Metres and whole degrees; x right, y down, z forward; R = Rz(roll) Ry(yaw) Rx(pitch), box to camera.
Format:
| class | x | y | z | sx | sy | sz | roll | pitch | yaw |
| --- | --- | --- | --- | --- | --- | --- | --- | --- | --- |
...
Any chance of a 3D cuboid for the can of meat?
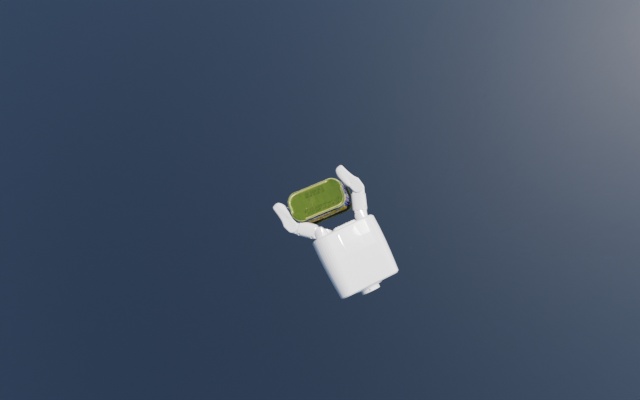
| class | x | y | z | sx | sy | sz | roll | pitch | yaw |
| --- | --- | --- | --- | --- | --- | --- | --- | --- | --- |
| can of meat | 0.000 | 0.003 | 0.824 | 0.102 | 0.057 | 0.084 | -23 | -8 | 8 |
